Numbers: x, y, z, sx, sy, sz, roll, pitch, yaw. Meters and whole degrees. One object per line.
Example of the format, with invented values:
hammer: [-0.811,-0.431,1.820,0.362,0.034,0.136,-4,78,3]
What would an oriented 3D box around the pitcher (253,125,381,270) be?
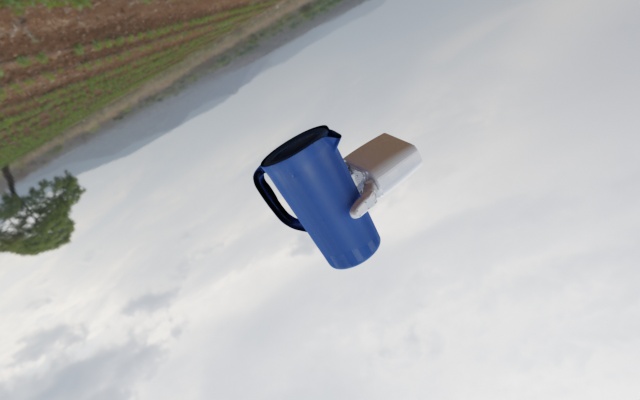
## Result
pitcher: [0.000,0.003,0.849,0.145,0.243,0.149,-36,20,-17]
